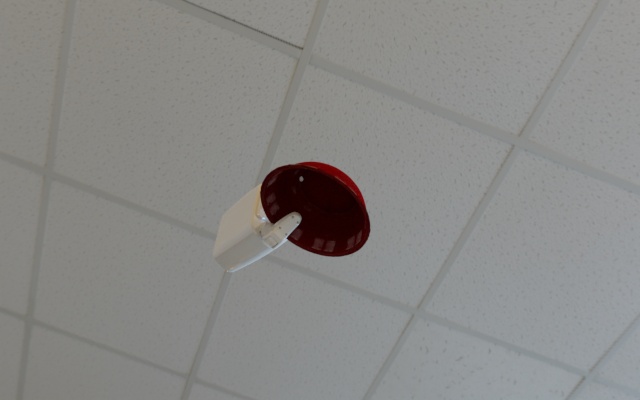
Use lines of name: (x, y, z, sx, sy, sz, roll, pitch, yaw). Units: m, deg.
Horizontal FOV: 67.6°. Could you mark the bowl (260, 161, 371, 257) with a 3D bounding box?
bowl: (0.001, 0.002, 0.660, 0.162, 0.162, 0.055, 0, 39, 30)
